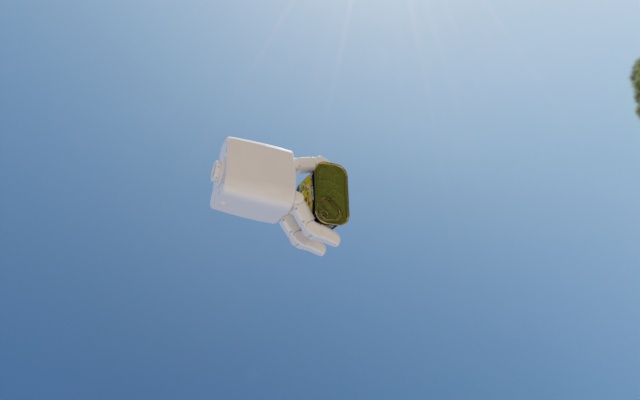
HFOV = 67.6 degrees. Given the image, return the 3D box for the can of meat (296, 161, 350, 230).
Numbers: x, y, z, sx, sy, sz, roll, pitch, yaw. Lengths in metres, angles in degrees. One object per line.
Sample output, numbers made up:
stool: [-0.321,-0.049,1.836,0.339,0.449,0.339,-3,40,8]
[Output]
can of meat: [0.000,0.003,0.758,0.057,0.102,0.084,9,-24,-24]
